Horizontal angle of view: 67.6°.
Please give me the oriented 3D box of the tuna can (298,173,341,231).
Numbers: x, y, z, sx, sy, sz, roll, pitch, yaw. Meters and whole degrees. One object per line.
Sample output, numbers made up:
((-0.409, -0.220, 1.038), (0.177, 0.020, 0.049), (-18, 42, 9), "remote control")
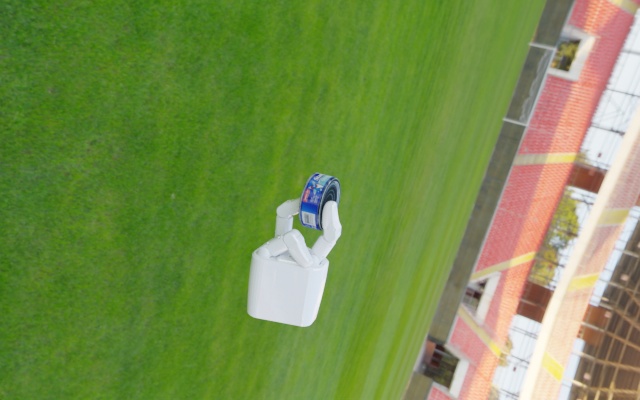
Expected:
((0.001, 0.002, 0.732), (0.034, 0.086, 0.086), (14, 5, 21), "tuna can")
